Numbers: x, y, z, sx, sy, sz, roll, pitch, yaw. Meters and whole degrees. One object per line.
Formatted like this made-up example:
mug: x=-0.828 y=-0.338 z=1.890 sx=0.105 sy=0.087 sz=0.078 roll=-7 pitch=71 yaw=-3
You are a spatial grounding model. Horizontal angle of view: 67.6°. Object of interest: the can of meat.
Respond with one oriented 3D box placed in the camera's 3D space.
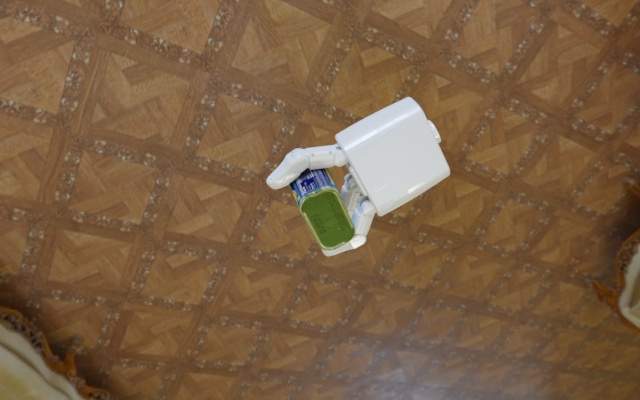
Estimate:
can of meat: x=0.000 y=0.002 z=0.612 sx=0.057 sy=0.102 sz=0.084 roll=-26 pitch=39 yaw=1
